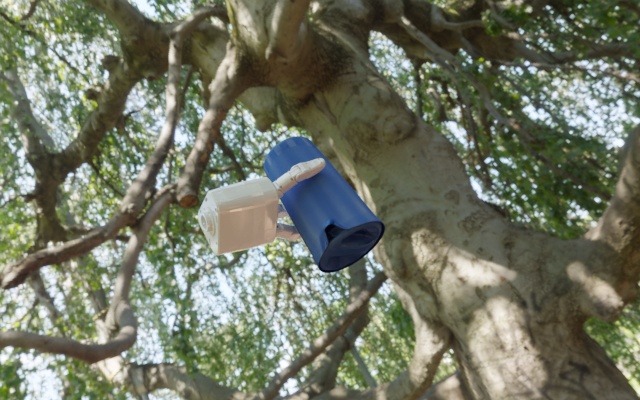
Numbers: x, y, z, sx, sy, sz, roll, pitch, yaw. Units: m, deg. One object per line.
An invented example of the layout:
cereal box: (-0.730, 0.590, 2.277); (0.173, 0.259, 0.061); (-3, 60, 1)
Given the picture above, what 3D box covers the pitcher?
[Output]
pitcher: (0.000, 0.003, 0.866); (0.145, 0.242, 0.149); (-16, -35, -30)
